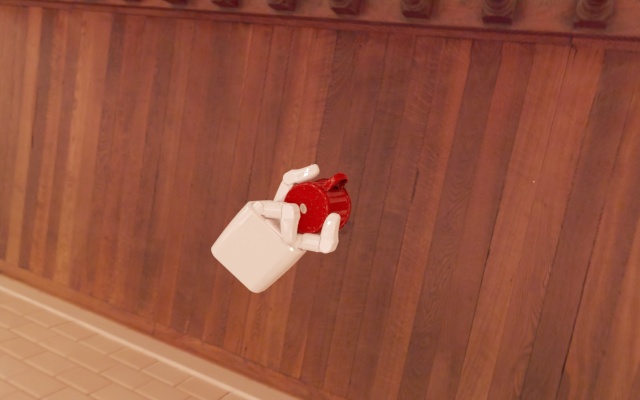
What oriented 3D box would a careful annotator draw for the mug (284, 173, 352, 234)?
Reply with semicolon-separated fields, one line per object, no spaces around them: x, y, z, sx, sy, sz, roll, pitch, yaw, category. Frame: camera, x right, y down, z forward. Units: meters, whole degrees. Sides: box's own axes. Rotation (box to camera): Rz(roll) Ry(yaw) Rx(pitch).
0.001;0.002;0.761;0.117;0.093;0.081;-47;-16;19;mug
